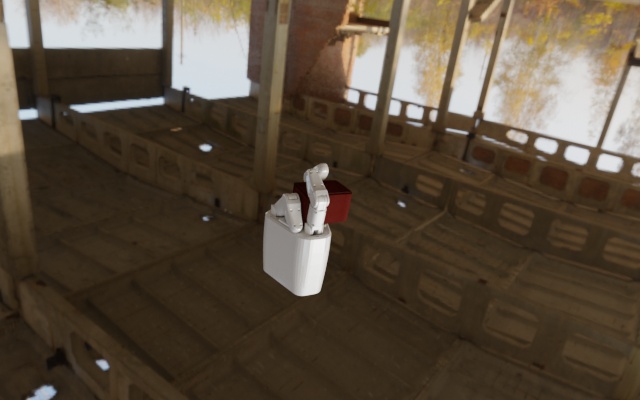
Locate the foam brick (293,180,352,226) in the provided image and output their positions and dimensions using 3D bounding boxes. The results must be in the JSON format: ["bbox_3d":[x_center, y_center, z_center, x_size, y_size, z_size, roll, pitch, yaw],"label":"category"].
[{"bbox_3d":[0.000,0.002,0.741,0.078,0.051,0.053,-5,26,-26],"label":"foam brick"}]
